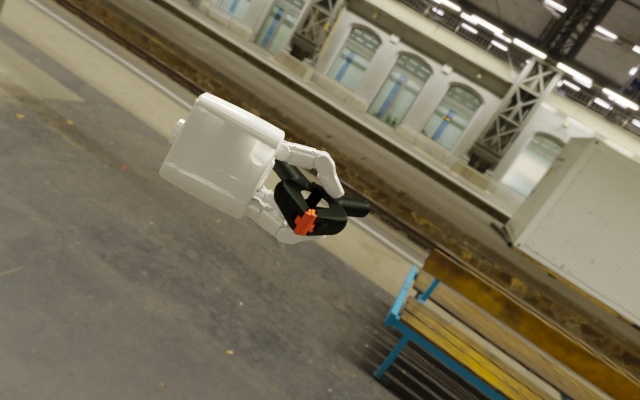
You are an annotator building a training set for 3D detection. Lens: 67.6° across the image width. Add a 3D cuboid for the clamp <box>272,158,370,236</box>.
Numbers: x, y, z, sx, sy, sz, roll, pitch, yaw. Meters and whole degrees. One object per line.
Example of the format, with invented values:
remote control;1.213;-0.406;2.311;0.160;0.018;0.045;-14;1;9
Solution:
clamp;0.000;0.001;0.598;0.164;0.036;0.210;28;16;-10
